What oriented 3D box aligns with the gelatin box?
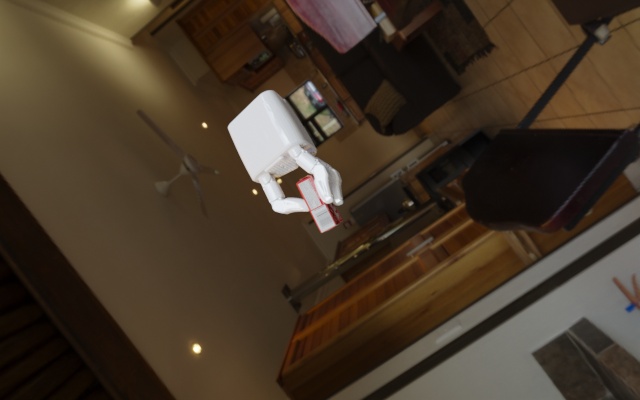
[{"bbox_3d":[0.000,0.003,0.760,0.030,0.089,0.073,-27,-1,11],"label":"gelatin box"}]
